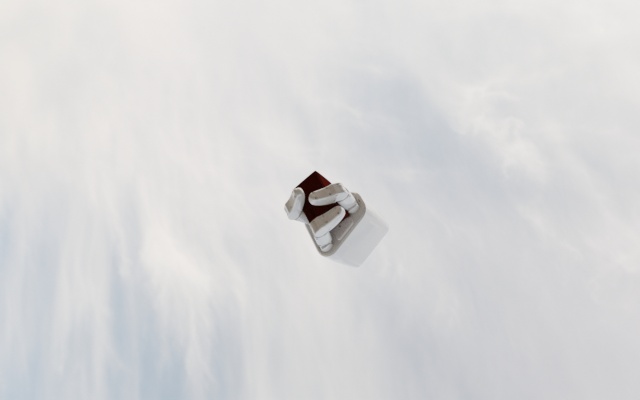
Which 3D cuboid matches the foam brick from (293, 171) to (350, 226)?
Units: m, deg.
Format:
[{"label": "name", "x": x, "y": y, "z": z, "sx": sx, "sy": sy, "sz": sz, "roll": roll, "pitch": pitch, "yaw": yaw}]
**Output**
[{"label": "foam brick", "x": 0.000, "y": 0.002, "z": 0.775, "sx": 0.053, "sy": 0.078, "sz": 0.051, "roll": -38, "pitch": -35, "yaw": 14}]
